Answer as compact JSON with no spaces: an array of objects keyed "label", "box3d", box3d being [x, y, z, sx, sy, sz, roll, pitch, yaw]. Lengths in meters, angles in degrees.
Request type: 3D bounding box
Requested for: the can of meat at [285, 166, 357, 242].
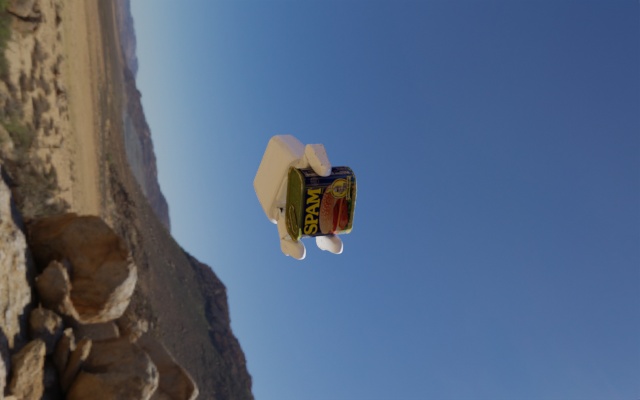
[{"label":"can of meat","box3d":[0.000,0.002,0.667,0.084,0.102,0.057,-5,27,-22]}]
